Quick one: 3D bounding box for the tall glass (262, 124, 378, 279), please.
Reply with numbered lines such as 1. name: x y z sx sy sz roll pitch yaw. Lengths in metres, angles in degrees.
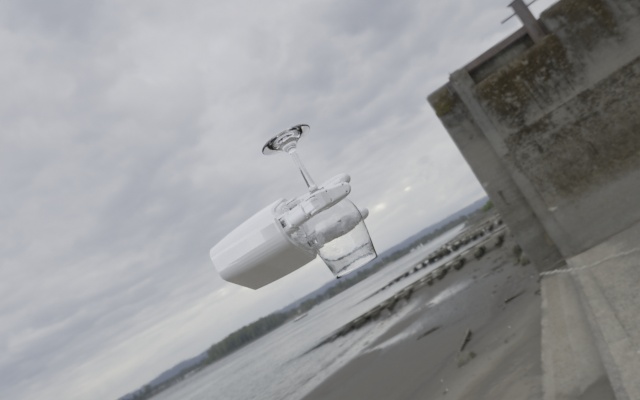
1. tall glass: 0.000 0.001 0.635 0.079 0.201 0.079 -28 -11 -6
